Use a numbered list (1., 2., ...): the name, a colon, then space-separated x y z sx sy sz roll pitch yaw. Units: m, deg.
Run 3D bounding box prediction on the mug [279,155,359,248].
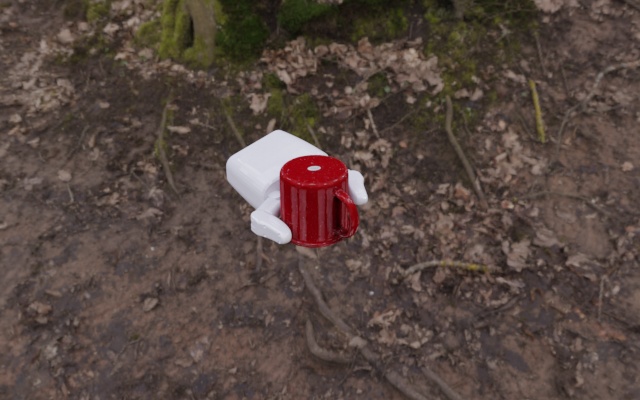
1. mug: 0.001 0.002 0.566 0.093 0.081 0.117 -24 38 -33
